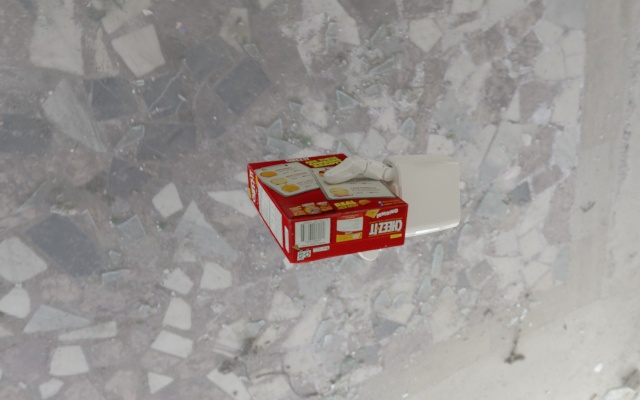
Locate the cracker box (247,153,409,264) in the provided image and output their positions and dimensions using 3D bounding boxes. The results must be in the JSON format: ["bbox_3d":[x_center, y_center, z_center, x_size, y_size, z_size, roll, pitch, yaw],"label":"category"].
[{"bbox_3d":[0.000,0.002,0.685,0.164,0.072,0.213,-8,25,-20],"label":"cracker box"}]
